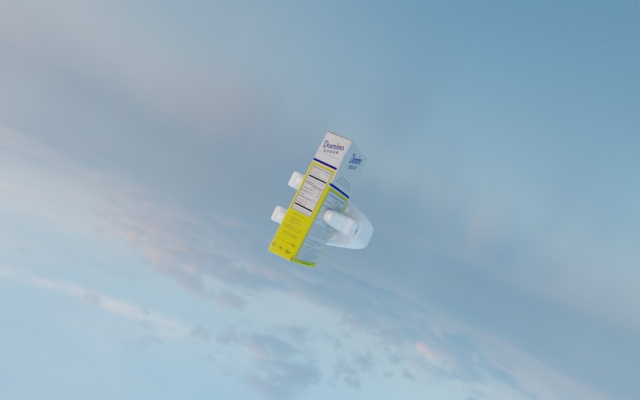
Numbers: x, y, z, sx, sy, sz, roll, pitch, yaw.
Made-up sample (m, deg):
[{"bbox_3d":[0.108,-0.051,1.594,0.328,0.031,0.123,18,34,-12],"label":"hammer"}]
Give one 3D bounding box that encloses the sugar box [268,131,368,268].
[{"bbox_3d":[0.000,0.002,0.655,0.048,0.176,0.093,23,-3,21],"label":"sugar box"}]
